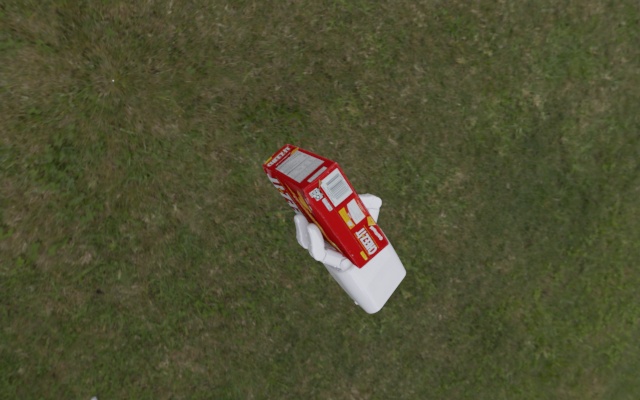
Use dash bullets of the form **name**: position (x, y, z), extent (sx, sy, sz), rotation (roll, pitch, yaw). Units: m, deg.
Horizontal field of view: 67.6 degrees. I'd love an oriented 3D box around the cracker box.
- **cracker box**: position (0.000, 0.003, 0.786), extent (0.072, 0.164, 0.213), rotation (-40, 25, -10)
